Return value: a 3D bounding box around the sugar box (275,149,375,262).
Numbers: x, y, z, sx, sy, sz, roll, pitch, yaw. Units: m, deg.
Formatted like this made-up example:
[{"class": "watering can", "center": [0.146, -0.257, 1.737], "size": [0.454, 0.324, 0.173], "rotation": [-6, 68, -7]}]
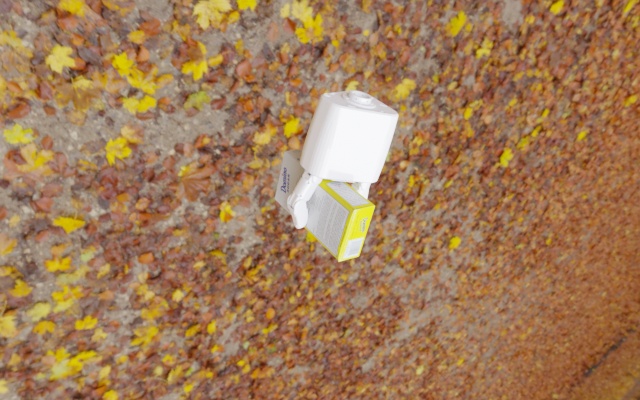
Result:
[{"class": "sugar box", "center": [0.001, 0.002, 0.718], "size": [0.048, 0.093, 0.176], "rotation": [-9, 37, -35]}]
